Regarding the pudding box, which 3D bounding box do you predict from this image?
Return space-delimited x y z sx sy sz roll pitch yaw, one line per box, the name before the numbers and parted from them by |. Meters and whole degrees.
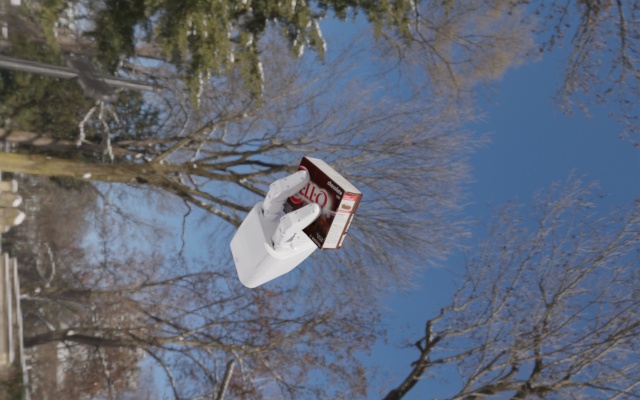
pudding box | 0.000 0.002 0.659 0.039 0.090 0.113 3 26 -40
